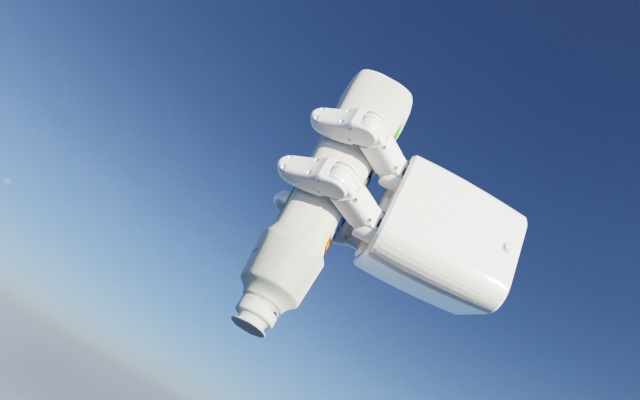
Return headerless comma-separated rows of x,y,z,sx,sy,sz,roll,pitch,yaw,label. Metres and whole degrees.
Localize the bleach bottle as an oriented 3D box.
0.000,0.001,0.412,0.068,0.250,0.103,29,-30,2,bleach bottle
